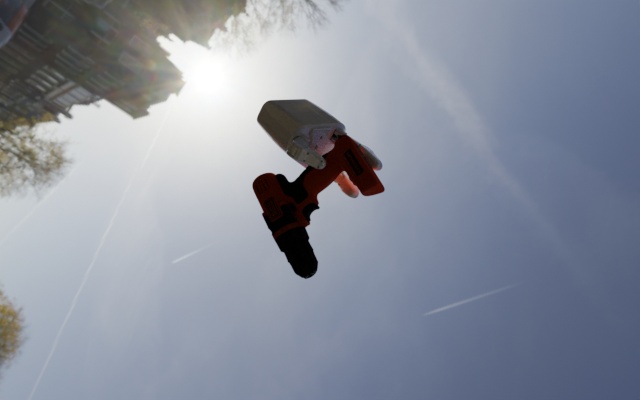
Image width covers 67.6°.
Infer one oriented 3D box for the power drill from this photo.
[{"bbox_3d":[0.000,0.002,0.732,0.187,0.184,0.057,-32,-18,11],"label":"power drill"}]
